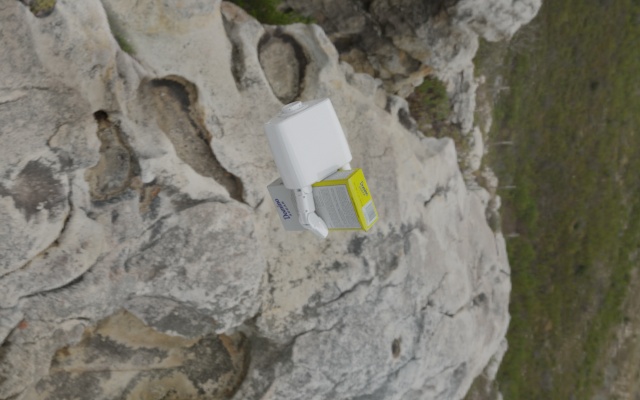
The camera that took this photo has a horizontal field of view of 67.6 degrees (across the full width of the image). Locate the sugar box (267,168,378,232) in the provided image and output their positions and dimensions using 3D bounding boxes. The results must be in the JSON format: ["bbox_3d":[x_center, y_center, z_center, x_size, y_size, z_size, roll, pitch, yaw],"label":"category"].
[{"bbox_3d":[0.000,0.002,0.781,0.176,0.093,0.048,-1,28,42],"label":"sugar box"}]
